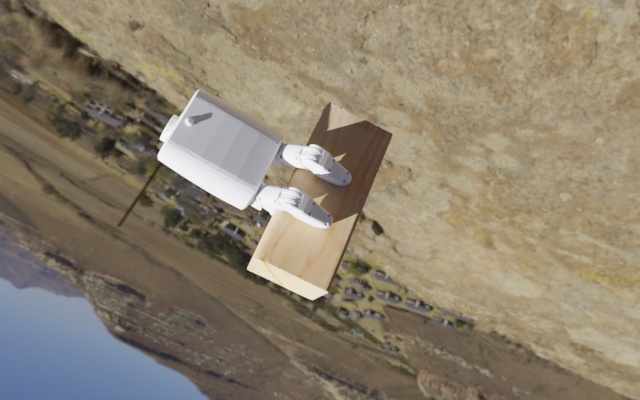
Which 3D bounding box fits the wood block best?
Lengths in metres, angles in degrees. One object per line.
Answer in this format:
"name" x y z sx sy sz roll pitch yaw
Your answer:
"wood block" 0.000 0.002 0.571 0.090 0.206 0.091 26 -21 -5
